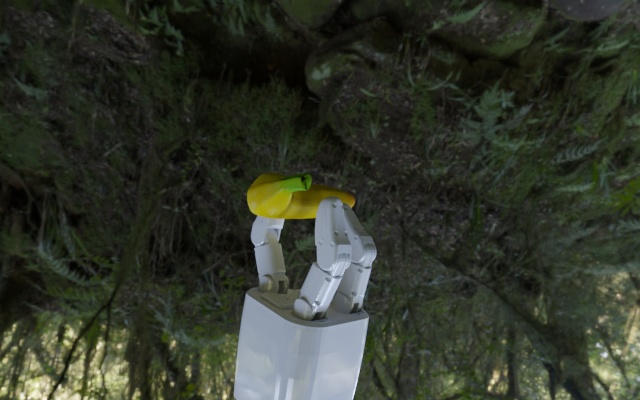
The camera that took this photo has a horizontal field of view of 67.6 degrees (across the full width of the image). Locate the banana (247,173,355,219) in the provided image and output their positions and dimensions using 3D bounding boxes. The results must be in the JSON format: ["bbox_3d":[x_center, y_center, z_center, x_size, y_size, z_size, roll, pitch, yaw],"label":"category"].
[{"bbox_3d":[-0.019,-0.001,0.431,0.069,0.037,0.198,6,-1,14],"label":"banana"}]
